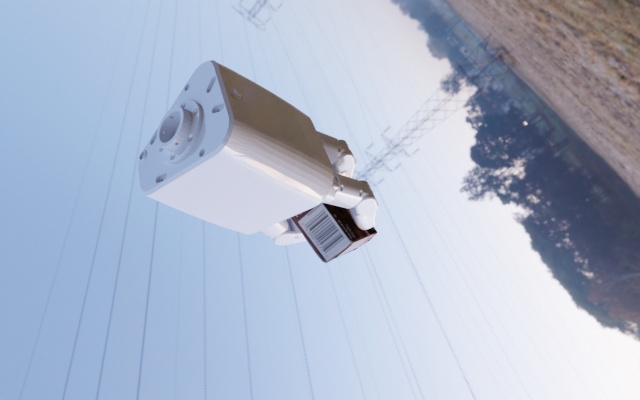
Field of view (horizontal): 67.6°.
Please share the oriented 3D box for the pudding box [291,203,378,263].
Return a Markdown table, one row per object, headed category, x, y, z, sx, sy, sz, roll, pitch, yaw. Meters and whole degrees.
| category | x | y | z | sx | sy | sz | roll | pitch | yaw |
| --- | --- | --- | --- | --- | --- | --- | --- | --- | --- |
| pudding box | 0.000 | 0.002 | 0.472 | 0.039 | 0.113 | 0.090 | -38 | -11 | 20 |
